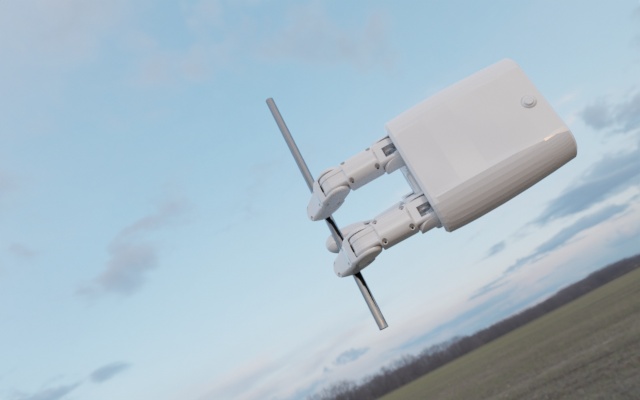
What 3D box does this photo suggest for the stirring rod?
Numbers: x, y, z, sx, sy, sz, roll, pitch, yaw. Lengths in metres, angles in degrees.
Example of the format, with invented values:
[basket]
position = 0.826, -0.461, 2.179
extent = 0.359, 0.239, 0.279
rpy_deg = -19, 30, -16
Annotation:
[stirring rod]
position = 0.000, 0.001, 0.421
extent = 0.011, 0.239, 0.011
rpy_deg = -23, -23, -10
